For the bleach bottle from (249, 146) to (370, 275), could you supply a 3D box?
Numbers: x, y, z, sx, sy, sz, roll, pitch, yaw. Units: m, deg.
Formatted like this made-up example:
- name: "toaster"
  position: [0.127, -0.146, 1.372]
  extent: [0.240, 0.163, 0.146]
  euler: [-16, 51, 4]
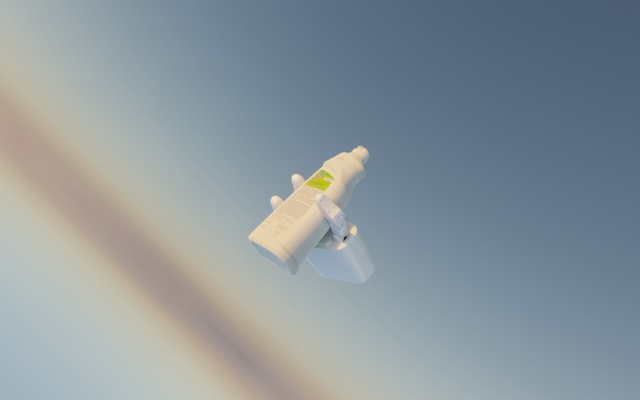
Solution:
- name: "bleach bottle"
  position: [0.000, 0.003, 0.795]
  extent: [0.102, 0.250, 0.068]
  euler: [23, -28, 46]
